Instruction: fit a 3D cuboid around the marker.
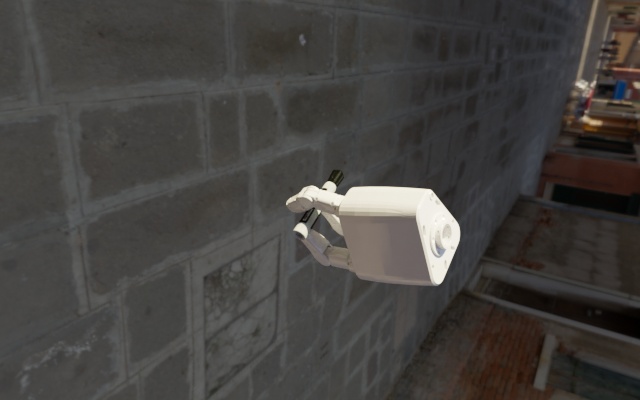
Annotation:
[{"bbox_3d":[0.000,0.002,0.637,0.020,0.121,0.020,22,-35,16],"label":"marker"}]
